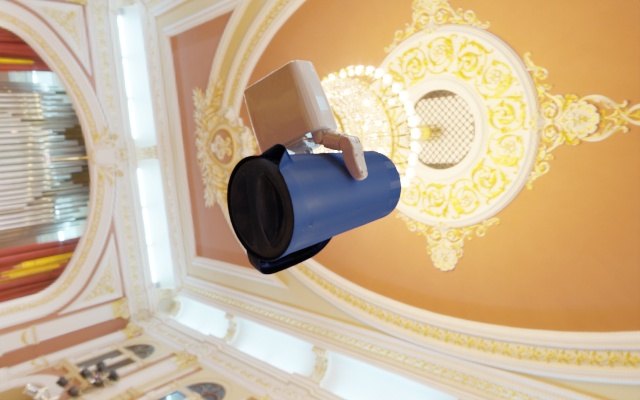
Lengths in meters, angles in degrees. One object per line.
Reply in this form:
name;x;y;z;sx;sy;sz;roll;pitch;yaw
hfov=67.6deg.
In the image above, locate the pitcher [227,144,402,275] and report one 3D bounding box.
pitcher;0.000;0.002;0.671;0.243;0.145;0.149;-12;-11;-44
